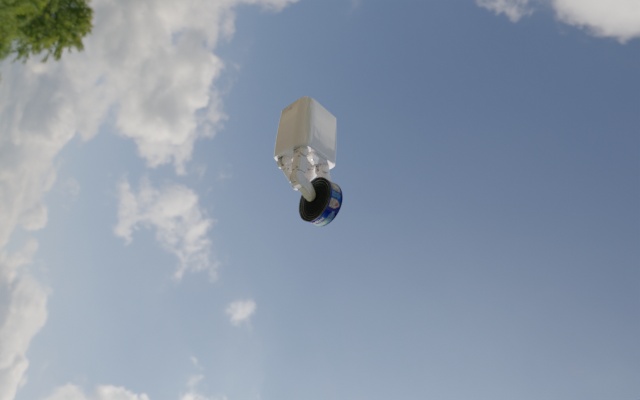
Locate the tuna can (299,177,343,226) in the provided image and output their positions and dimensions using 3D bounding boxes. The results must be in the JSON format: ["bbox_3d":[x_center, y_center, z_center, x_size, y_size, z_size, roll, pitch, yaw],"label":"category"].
[{"bbox_3d":[0.001,0.003,0.867,0.034,0.086,0.086,24,-15,-35],"label":"tuna can"}]
